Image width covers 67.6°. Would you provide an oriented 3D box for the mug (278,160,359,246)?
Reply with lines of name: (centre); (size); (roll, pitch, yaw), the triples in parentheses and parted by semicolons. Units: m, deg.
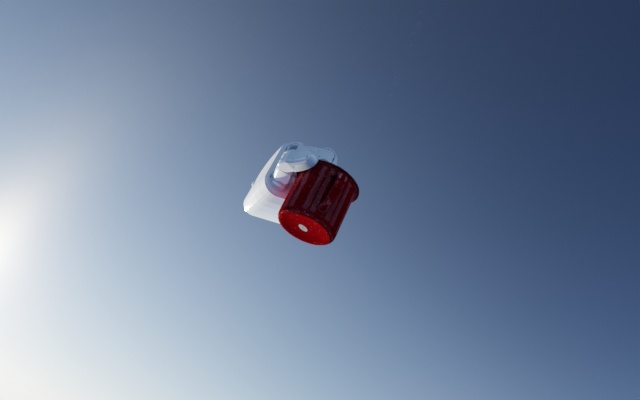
mug: (0.001, 0.002, 0.625); (0.093, 0.081, 0.117); (34, -31, -13)
